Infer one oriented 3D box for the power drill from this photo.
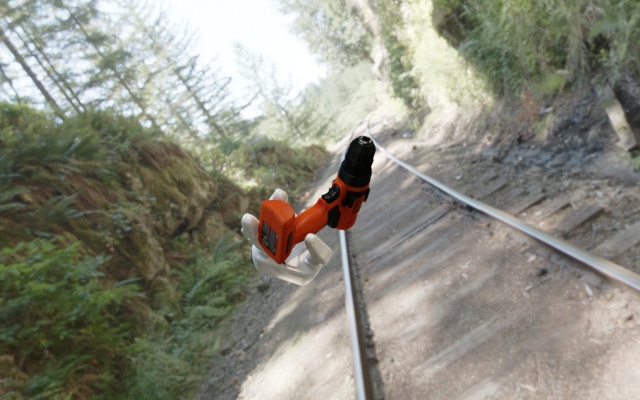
[{"bbox_3d":[0.000,0.003,0.706,0.187,0.185,0.057,-27,55,-33],"label":"power drill"}]
